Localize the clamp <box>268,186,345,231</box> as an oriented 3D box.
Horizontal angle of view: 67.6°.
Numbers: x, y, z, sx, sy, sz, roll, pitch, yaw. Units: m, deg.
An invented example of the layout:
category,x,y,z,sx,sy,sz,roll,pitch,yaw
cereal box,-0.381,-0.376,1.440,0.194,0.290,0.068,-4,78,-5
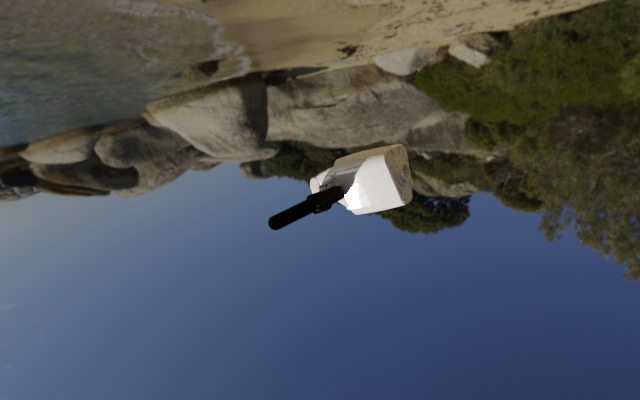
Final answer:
category,x,y,z,sx,sy,sz,roll,pitch,yaw
clamp,0.000,0.003,0.819,0.120,0.039,0.171,-14,11,36
